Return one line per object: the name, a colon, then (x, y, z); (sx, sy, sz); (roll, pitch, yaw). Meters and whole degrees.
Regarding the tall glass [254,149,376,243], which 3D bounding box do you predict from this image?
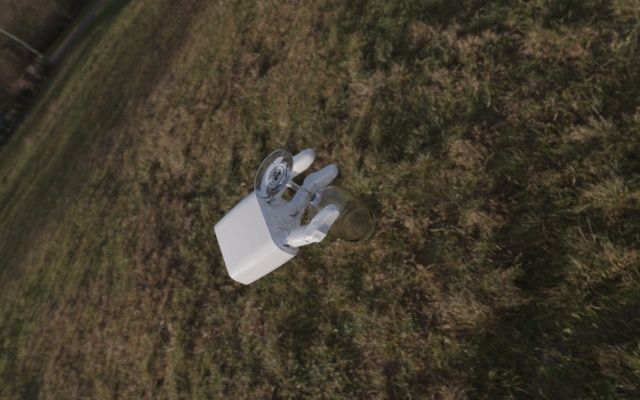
tall glass: (0.000, 0.002, 0.709); (0.079, 0.079, 0.201); (0, -23, 45)
